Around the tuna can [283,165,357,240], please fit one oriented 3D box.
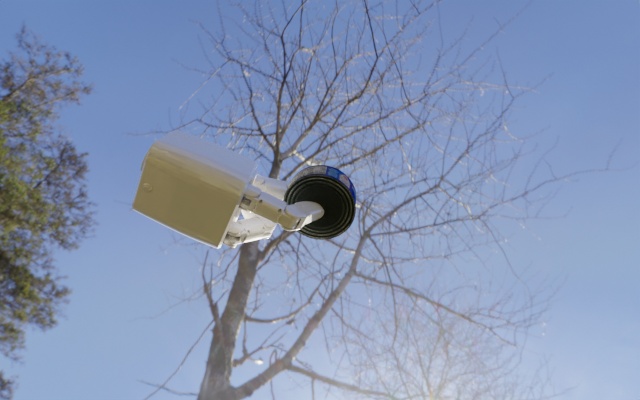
[{"bbox_3d":[0.000,0.002,0.568,0.086,0.086,0.033,0,28,8],"label":"tuna can"}]
